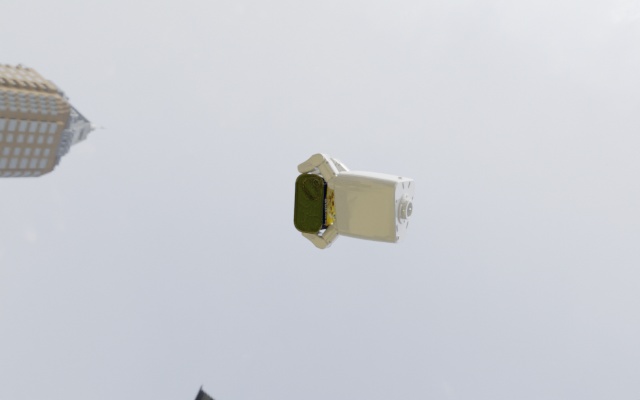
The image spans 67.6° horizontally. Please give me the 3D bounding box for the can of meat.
[{"bbox_3d":[0.000,0.003,0.841,0.057,0.102,0.084,6,7,31],"label":"can of meat"}]
